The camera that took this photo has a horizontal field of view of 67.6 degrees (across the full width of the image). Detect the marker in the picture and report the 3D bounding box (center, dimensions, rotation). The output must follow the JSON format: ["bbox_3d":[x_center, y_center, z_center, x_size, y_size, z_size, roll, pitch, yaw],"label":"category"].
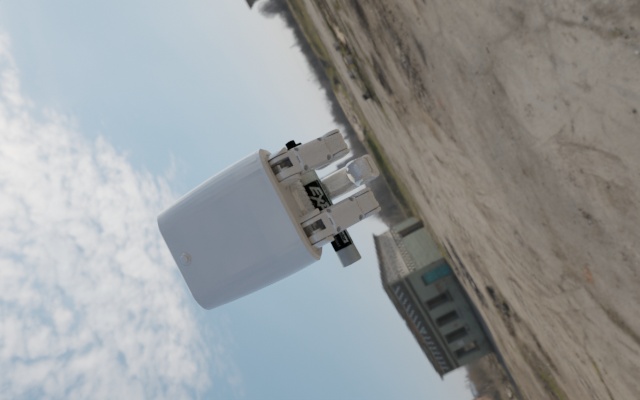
[{"bbox_3d":[0.000,0.001,0.421,0.020,0.121,0.020,-28,-4,-2],"label":"marker"}]
